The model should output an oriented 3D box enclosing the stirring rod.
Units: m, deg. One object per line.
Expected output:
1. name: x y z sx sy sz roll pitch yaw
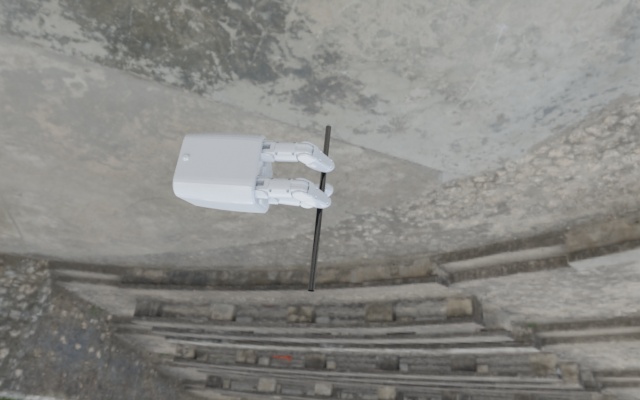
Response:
1. stirring rod: 0.000 0.002 0.630 0.011 0.239 0.011 5 -26 2
